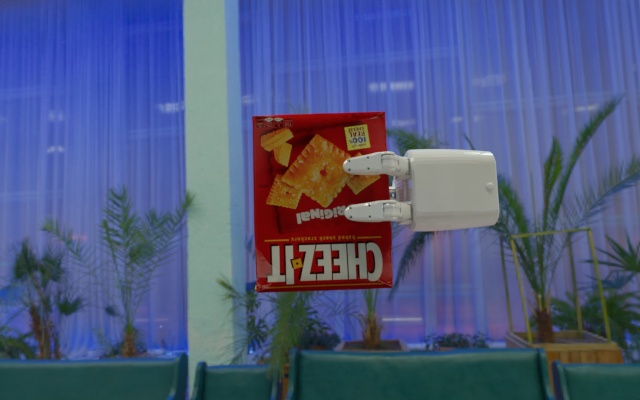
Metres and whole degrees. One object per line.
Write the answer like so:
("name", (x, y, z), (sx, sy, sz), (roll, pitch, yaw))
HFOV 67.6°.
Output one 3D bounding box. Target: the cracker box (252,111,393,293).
("cracker box", (0.000, 0.002, 0.588), (0.164, 0.213, 0.072), (-2, -6, -3))
